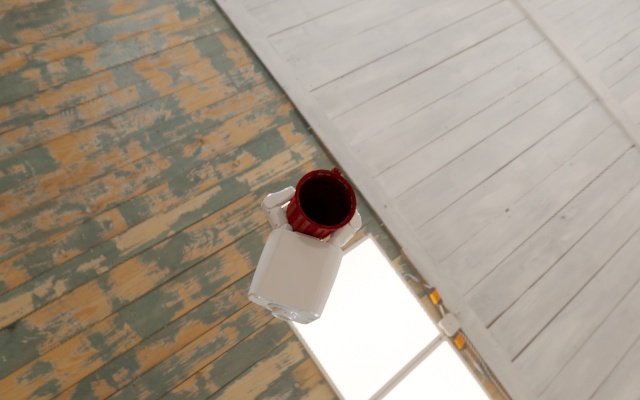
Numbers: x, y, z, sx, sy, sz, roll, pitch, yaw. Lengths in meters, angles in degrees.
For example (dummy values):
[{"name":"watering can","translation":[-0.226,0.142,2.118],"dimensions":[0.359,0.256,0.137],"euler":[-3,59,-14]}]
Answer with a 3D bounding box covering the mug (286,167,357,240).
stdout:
[{"name":"mug","translation":[0.000,0.001,0.719],"dimensions":[0.093,0.117,0.081],"euler":[26,-27,-8]}]
